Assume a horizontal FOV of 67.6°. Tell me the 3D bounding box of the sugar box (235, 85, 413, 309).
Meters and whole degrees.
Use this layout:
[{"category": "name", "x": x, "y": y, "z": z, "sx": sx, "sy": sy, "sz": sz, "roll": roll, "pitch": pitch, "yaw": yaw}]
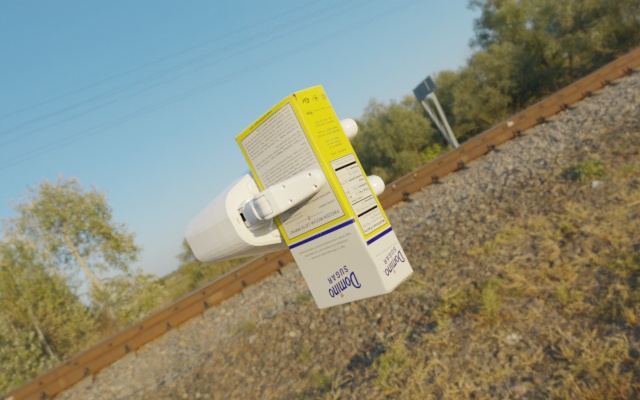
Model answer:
[{"category": "sugar box", "x": 0.000, "y": 0.001, "z": 0.416, "sx": 0.048, "sy": 0.176, "sz": 0.093, "roll": -29, "pitch": 2, "yaw": -43}]
